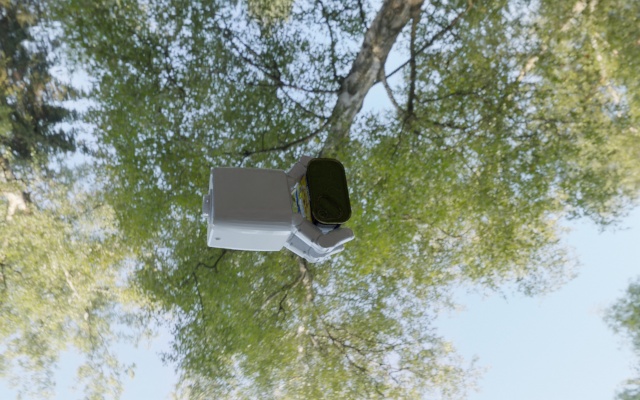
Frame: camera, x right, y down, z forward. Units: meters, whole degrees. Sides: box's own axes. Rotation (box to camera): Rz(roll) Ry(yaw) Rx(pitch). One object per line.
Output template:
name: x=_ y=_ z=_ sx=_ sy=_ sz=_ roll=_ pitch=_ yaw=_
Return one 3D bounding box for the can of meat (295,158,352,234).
can of meat: x=0.000 y=0.002 z=0.699 sx=0.057 sy=0.102 sz=0.084 roll=1 pitch=-26 yaw=-19
